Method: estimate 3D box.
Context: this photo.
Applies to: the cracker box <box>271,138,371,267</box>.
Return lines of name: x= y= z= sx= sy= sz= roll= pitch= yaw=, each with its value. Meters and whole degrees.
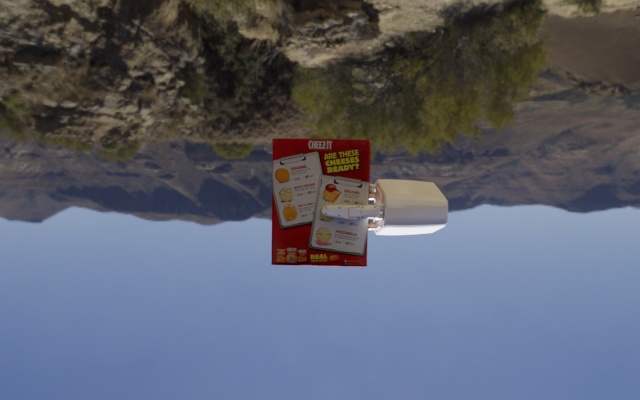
cracker box: x=0.000 y=0.003 z=0.820 sx=0.164 sy=0.214 sz=0.072 roll=1 pitch=5 yaw=-1
